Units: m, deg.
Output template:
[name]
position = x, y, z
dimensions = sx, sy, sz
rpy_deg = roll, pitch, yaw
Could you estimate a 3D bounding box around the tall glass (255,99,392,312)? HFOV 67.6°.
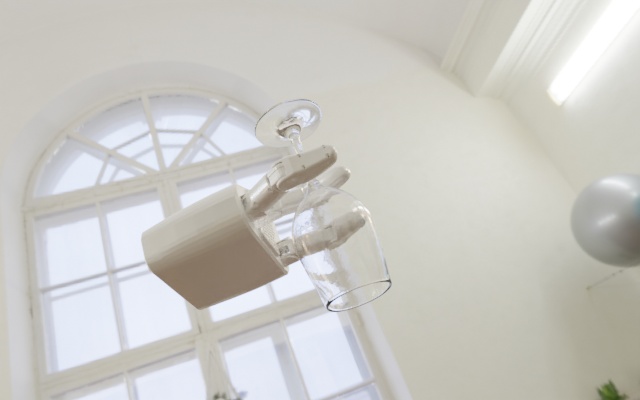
[tall glass]
position = 0.000, 0.001, 0.458
dimensions = 0.079, 0.201, 0.079
rpy_deg = -18, -27, -10
